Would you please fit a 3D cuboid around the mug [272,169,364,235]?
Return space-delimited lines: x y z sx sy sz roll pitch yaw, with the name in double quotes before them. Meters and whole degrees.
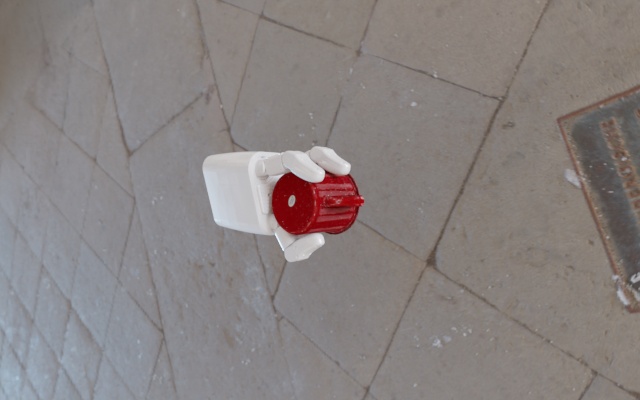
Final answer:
"mug" 0.001 0.002 0.614 0.117 0.093 0.081 3 4 40
